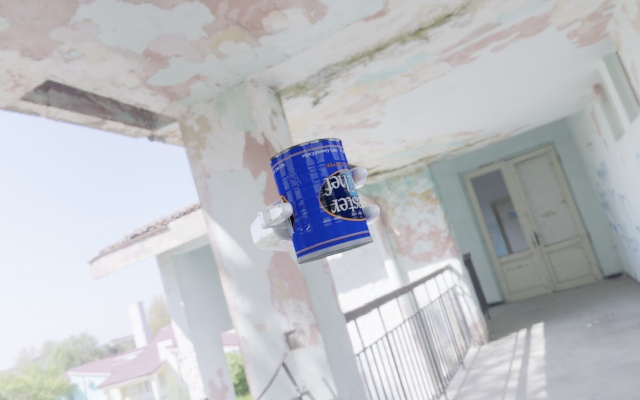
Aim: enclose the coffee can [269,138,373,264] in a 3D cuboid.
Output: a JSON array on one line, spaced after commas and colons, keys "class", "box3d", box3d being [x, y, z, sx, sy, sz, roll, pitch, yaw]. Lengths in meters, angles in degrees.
[{"class": "coffee can", "box3d": [0.000, 0.002, 0.628, 0.103, 0.140, 0.103, -16, -9, -3]}]
